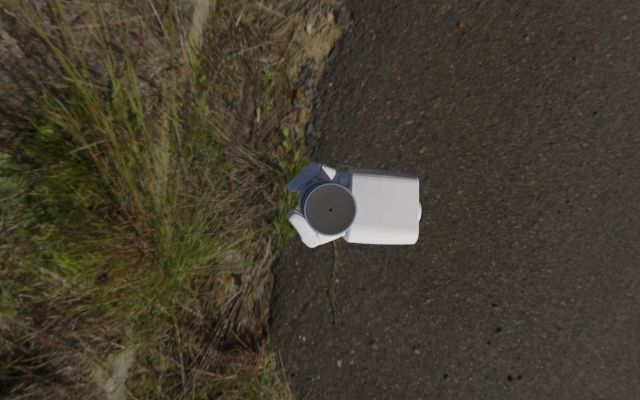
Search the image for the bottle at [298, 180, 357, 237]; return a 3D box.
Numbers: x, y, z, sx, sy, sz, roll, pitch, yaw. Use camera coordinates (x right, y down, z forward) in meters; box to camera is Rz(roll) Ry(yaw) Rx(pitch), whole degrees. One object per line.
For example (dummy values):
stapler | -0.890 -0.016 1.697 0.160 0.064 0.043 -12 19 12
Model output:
bottle | 0.000 0.002 0.729 0.069 0.069 0.295 0 4 -5
